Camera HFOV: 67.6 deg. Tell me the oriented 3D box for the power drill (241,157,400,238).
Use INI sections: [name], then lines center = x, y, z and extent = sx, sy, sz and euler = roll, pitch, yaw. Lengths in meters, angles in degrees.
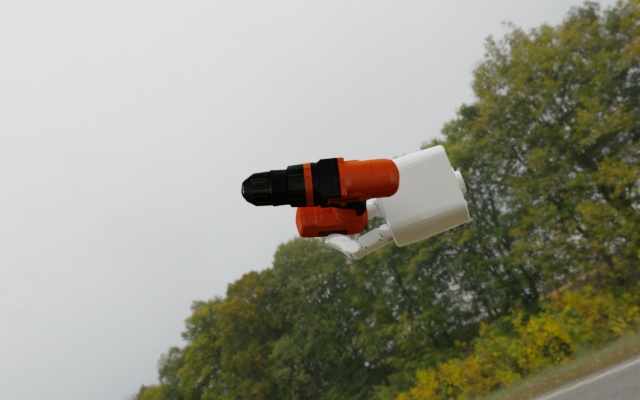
[power drill]
center = 0.000, 0.002, 0.621
extent = 0.184, 0.057, 0.188
euler = -4, -16, -1
